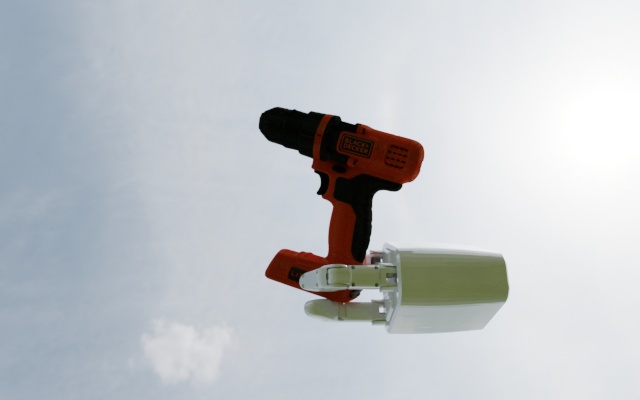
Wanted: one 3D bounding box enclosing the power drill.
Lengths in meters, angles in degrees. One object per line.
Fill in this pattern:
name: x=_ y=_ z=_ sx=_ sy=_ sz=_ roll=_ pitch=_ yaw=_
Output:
power drill: x=0.000 y=0.002 z=0.514 sx=0.184 sy=0.187 sz=0.057 roll=17 pitch=6 yaw=16
